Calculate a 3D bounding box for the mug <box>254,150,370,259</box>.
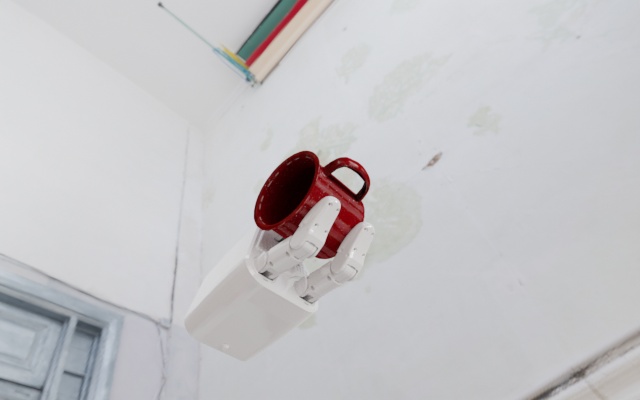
[{"bbox_3d":[0.001,0.001,0.492,0.117,0.093,0.081,-40,-56,20],"label":"mug"}]
